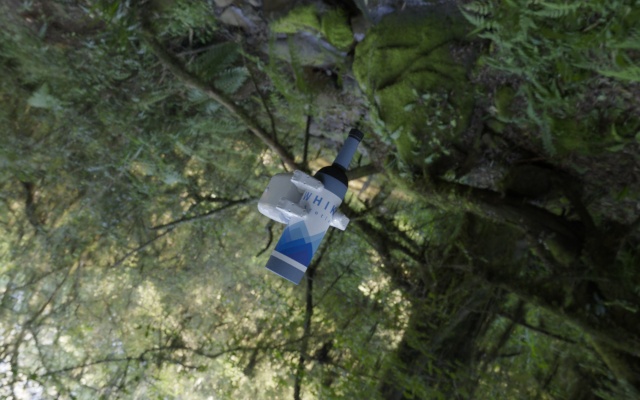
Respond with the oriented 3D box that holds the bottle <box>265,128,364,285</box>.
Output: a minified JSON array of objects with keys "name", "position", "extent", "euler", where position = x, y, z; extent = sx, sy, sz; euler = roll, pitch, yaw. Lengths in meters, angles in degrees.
[{"name":"bottle","position":[0.000,0.003,0.852],"extent":[0.069,0.295,0.069],"euler":[27,-9,5]}]
